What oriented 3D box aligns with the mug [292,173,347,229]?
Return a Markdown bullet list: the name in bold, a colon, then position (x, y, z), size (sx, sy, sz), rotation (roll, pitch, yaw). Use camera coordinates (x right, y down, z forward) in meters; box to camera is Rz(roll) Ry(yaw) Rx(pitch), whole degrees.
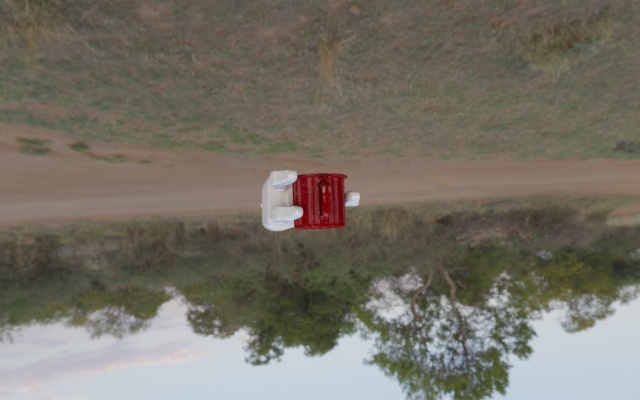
- **mug**: position (0.001, 0.002, 0.737), size (0.093, 0.081, 0.117), rotation (-1, -5, -13)
